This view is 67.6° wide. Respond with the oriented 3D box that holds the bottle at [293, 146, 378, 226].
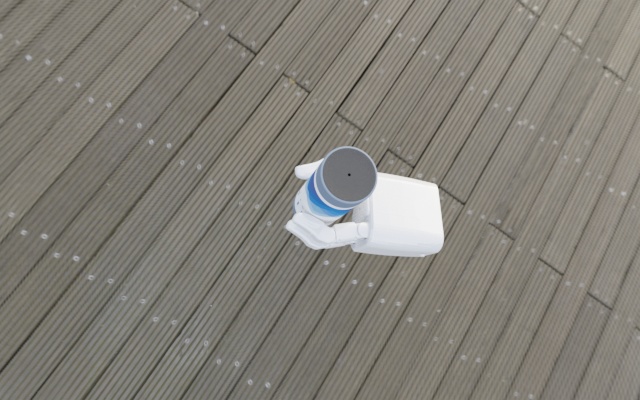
[{"bbox_3d":[0.000,0.002,0.668,0.069,0.069,0.296,0,-12,-13],"label":"bottle"}]
